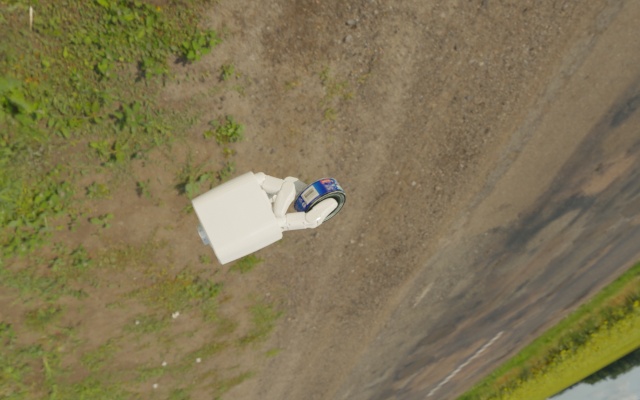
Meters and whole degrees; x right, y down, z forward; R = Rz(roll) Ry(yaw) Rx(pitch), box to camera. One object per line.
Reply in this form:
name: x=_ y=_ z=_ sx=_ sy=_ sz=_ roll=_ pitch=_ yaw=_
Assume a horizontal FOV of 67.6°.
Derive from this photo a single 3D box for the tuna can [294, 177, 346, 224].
tuna can: x=0.000 y=0.003 z=0.801 sx=0.086 sy=0.033 sz=0.086 roll=-26 pitch=-30 yaw=-17
